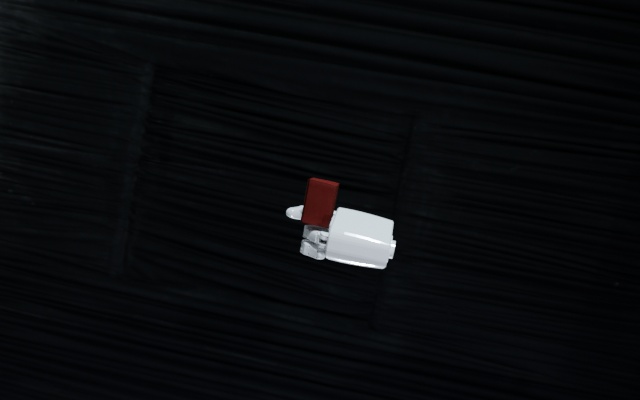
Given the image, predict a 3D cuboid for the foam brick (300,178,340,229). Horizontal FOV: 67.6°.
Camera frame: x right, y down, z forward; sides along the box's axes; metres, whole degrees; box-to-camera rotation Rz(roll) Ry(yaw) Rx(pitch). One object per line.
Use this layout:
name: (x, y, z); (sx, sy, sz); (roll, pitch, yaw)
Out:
foam brick: (0.000, 0.002, 0.842); (0.051, 0.078, 0.053); (12, 9, 7)
